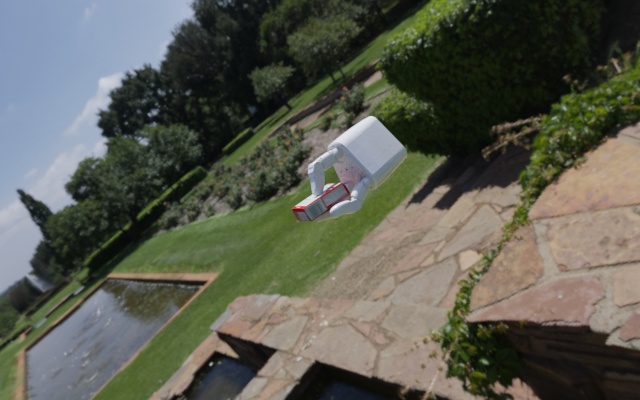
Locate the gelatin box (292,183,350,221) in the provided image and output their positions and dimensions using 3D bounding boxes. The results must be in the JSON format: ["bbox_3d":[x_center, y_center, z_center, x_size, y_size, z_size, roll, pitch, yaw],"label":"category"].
[{"bbox_3d":[0.000,0.003,0.852,0.089,0.030,0.073,-34,10,-17],"label":"gelatin box"}]
